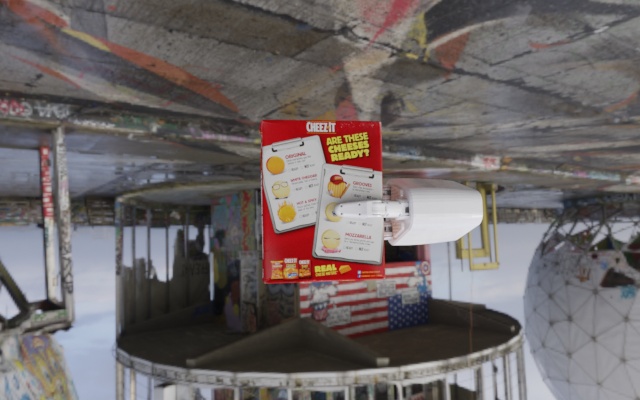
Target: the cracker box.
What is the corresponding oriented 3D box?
[{"bbox_3d":[0.000,0.002,0.655,0.164,0.213,0.072,-1,-4,-10],"label":"cracker box"}]
